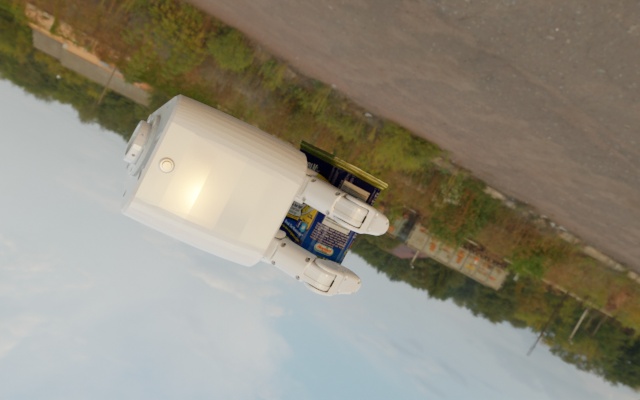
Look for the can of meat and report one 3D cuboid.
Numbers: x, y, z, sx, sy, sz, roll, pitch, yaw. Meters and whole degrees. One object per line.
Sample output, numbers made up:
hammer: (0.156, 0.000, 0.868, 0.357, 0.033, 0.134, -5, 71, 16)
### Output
can of meat: (0.000, 0.002, 0.427, 0.057, 0.084, 0.102, 26, 4, -31)
